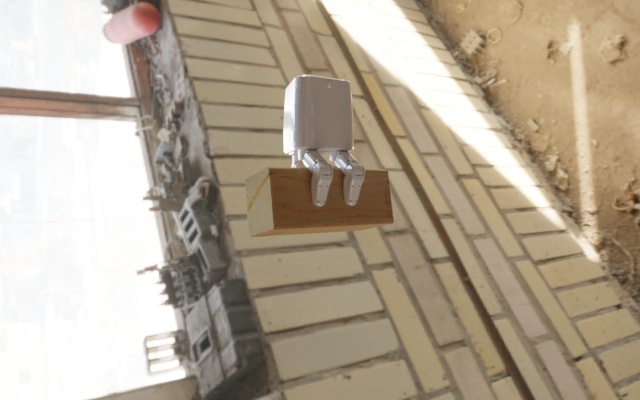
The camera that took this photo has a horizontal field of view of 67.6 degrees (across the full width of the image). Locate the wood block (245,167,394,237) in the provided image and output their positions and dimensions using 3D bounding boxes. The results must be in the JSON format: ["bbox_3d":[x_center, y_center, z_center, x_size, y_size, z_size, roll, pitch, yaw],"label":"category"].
[{"bbox_3d":[0.000,0.002,0.730,0.206,0.090,0.091,-1,-9,-31],"label":"wood block"}]
